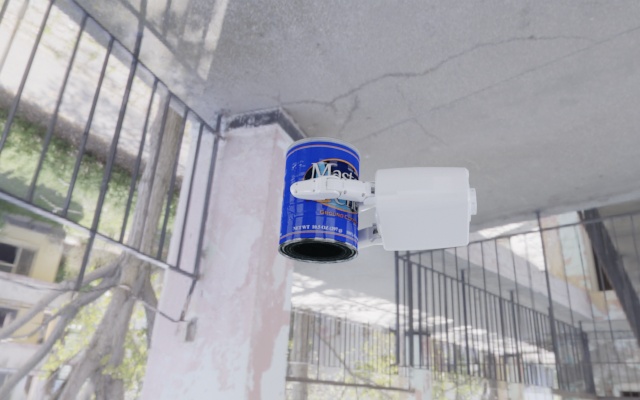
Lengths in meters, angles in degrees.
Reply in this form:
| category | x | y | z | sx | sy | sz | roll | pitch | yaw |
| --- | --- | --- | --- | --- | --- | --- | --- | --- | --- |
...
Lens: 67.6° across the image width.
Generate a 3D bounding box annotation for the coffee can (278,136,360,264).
| category | x | y | z | sx | sy | sz | roll | pitch | yaw |
| --- | --- | --- | --- | --- | --- | --- | --- | --- | --- |
| coffee can | 0.000 | 0.002 | 0.628 | 0.103 | 0.140 | 0.103 | 3 | -23 | 1 |
